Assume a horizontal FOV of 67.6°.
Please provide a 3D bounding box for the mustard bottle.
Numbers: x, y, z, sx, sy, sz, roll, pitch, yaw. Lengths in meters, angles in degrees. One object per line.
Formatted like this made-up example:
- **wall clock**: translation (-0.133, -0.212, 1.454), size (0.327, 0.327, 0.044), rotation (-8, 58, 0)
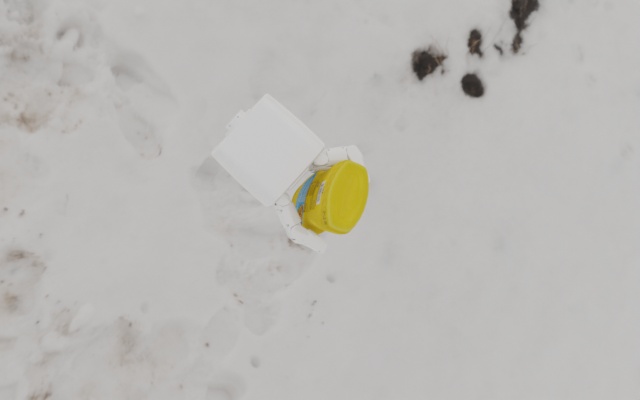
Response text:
- **mustard bottle**: translation (0.000, 0.002, 0.695), size (0.058, 0.096, 0.191), rotation (18, -11, -20)
